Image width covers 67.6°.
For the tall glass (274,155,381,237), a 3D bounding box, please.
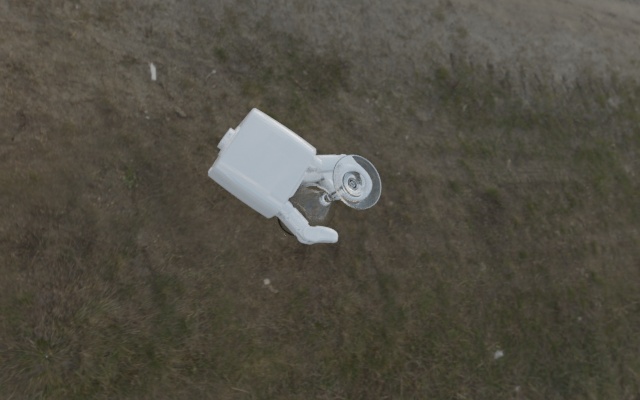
[{"bbox_3d":[0.001,0.002,0.698,0.079,0.079,0.201,0,-16,-30],"label":"tall glass"}]
